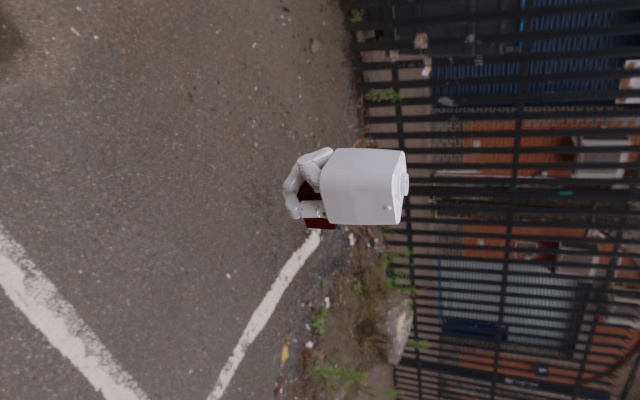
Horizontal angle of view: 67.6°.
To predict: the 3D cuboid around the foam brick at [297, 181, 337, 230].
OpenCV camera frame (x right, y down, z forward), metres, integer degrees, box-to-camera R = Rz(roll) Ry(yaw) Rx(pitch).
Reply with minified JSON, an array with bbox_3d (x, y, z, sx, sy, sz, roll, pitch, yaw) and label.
[{"bbox_3d":[0.000,0.003,0.768,0.051,0.053,0.078,2,-44,18],"label":"foam brick"}]
